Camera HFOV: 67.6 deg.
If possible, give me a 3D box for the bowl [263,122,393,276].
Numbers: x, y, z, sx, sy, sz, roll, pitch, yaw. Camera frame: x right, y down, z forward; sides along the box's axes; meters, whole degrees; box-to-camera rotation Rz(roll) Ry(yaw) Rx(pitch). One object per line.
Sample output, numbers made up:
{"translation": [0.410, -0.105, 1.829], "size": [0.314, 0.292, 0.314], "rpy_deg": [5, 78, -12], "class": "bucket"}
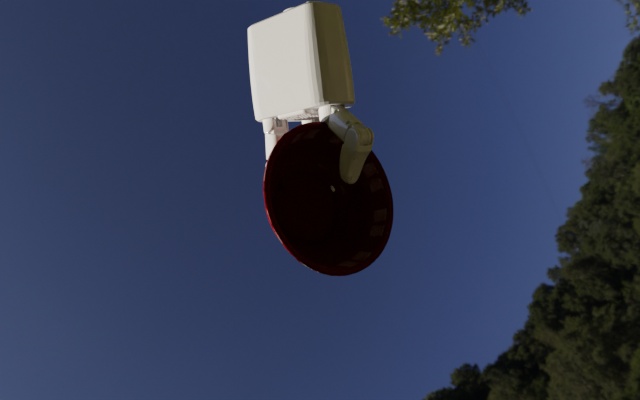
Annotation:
{"translation": [0.000, 0.003, 0.506], "size": [0.162, 0.162, 0.055], "rpy_deg": [0, -13, -35], "class": "bowl"}
